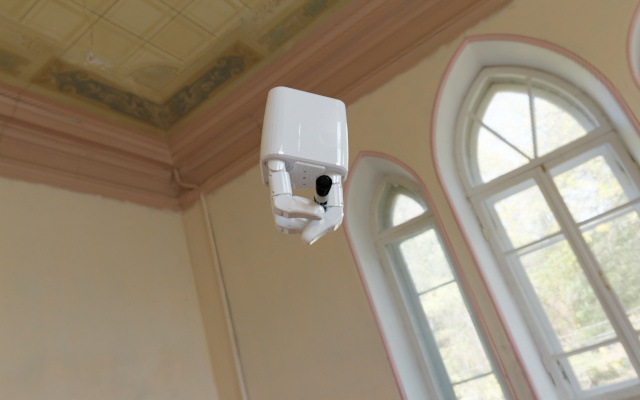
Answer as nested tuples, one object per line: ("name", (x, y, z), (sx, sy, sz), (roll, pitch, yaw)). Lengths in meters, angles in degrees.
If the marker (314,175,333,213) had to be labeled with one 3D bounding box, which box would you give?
("marker", (0.000, 0.002, 0.574), (0.020, 0.020, 0.121), (0, -24, -4))
